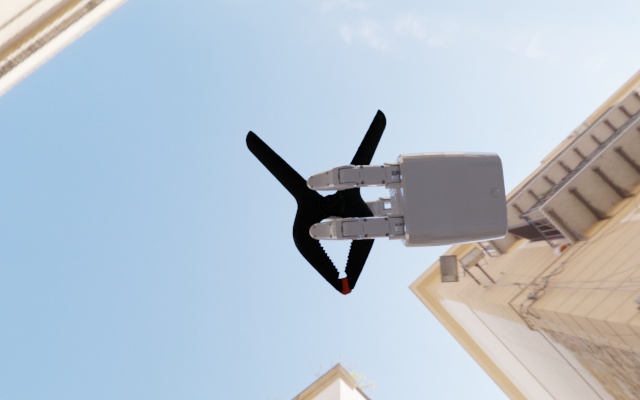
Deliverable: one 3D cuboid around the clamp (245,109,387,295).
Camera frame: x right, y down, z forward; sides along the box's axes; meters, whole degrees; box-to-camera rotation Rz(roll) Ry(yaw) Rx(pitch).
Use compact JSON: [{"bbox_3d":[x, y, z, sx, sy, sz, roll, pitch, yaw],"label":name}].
[{"bbox_3d":[0.000,0.002,0.544,0.164,0.210,0.036,-3,-8,0],"label":"clamp"}]
